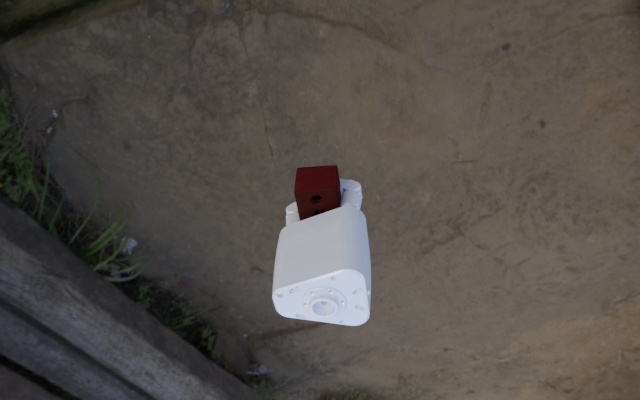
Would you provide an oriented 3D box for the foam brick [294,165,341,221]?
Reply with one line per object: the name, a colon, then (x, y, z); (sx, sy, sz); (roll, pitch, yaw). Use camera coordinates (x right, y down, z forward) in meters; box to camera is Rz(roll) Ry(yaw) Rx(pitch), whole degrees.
foam brick: (0.000, 0.002, 0.603); (0.053, 0.078, 0.051); (-5, 37, 8)
